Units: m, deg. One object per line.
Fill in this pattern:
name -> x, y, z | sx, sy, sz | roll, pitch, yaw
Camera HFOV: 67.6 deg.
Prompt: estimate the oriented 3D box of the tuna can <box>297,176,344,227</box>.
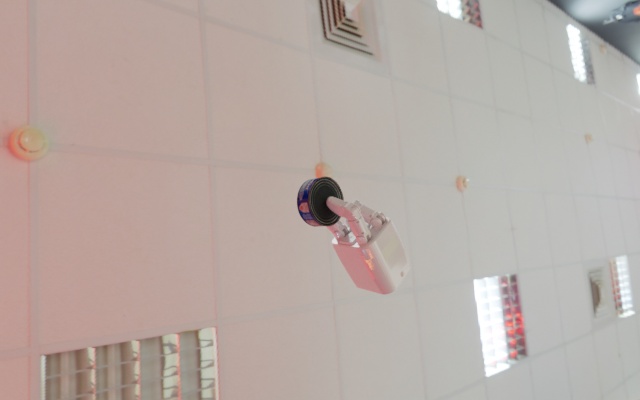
tuna can -> 0.000, 0.003, 0.826 | 0.034, 0.086, 0.086 | -6, -4, 45
